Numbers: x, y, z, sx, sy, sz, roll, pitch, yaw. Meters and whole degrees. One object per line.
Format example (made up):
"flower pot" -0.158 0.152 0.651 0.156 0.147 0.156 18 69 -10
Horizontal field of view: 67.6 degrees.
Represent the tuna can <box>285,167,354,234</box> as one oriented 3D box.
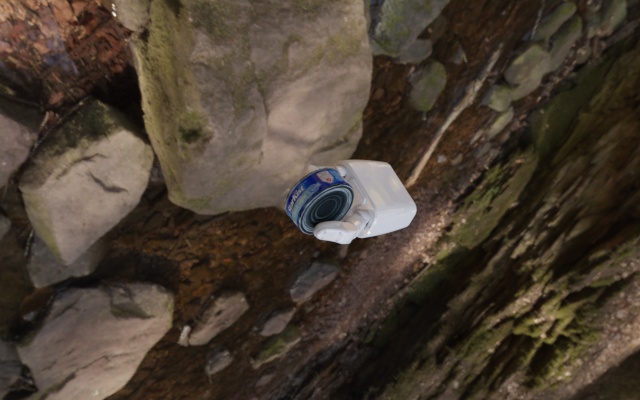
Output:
"tuna can" 0.000 0.002 0.604 0.086 0.086 0.033 0 40 -45
